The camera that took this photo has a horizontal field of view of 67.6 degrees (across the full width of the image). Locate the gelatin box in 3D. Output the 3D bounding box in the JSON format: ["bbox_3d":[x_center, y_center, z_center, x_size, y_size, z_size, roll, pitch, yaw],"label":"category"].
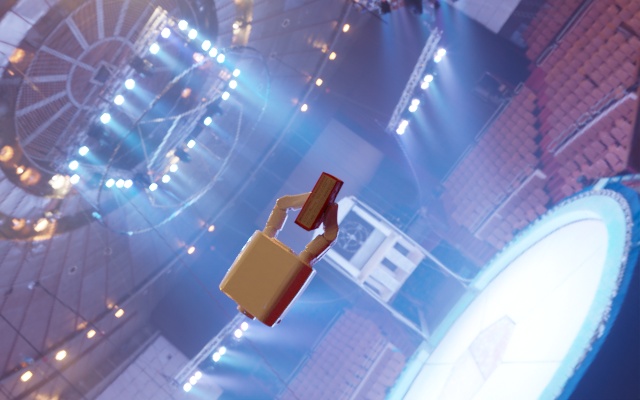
[{"bbox_3d":[0.000,0.002,0.727,0.030,0.089,0.073,29,4,9],"label":"gelatin box"}]
